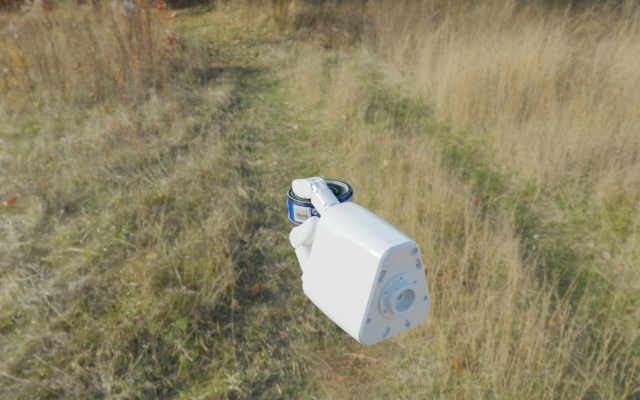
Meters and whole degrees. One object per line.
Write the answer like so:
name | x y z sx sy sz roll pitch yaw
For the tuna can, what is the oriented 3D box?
tuna can | 0.000 0.001 0.610 0.086 0.034 0.086 -4 22 2
